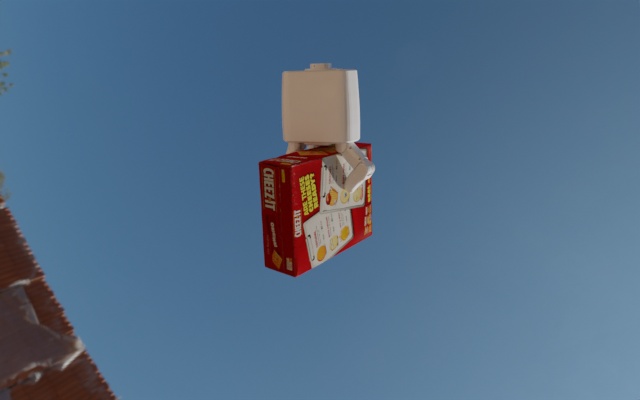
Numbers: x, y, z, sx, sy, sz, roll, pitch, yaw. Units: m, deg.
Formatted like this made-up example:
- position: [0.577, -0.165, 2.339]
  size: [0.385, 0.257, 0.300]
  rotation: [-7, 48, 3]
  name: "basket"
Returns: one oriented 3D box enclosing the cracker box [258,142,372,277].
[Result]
- position: [0.000, 0.002, 0.750]
  size: [0.072, 0.164, 0.213]
  rotation: [10, 19, 36]
  name: "cracker box"
